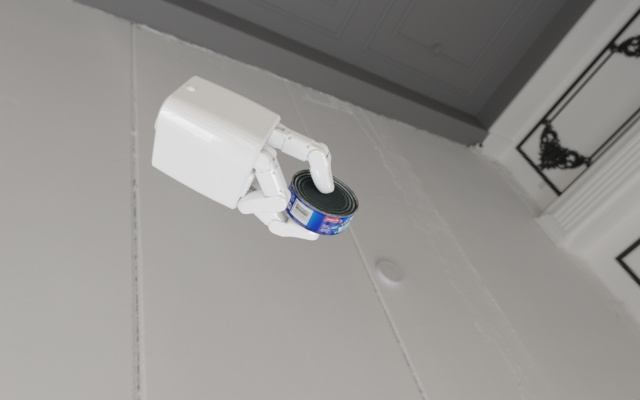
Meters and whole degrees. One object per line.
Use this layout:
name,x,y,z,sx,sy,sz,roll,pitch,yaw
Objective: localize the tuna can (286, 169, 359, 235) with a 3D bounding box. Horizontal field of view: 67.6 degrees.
tuna can,0.000,0.002,0.571,0.086,0.034,0.086,19,33,-13
